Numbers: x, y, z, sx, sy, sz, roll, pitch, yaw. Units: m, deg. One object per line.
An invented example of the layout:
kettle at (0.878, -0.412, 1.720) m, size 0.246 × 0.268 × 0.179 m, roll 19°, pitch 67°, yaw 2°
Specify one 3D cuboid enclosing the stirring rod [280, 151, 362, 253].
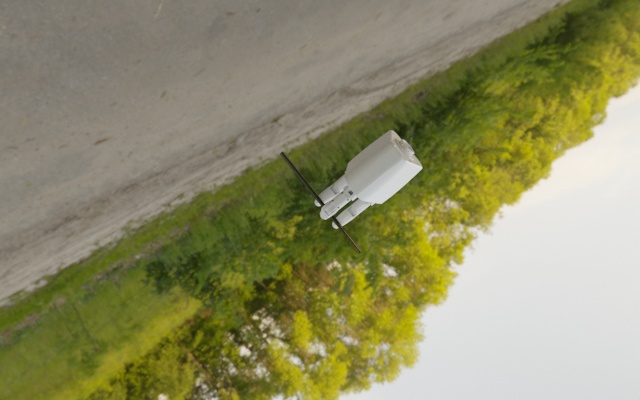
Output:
stirring rod at (0.000, 0.003, 0.899) m, size 0.011 × 0.239 × 0.011 m, roll -38°, pitch -5°, yaw -4°
